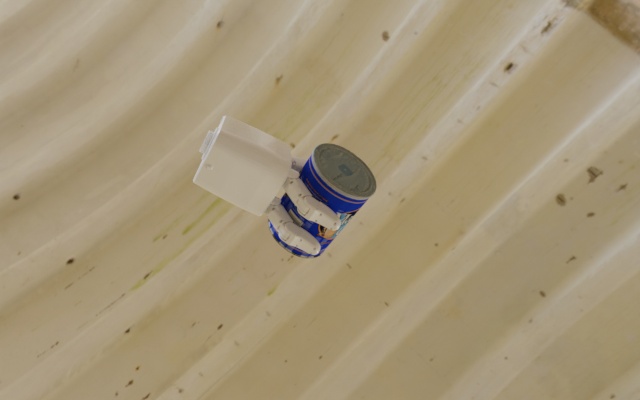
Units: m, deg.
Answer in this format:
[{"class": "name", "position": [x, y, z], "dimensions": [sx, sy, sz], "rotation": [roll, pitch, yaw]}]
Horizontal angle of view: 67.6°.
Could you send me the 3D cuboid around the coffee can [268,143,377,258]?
[{"class": "coffee can", "position": [0.000, 0.002, 0.694], "dimensions": [0.103, 0.102, 0.140], "rotation": [0, -41, -41]}]
